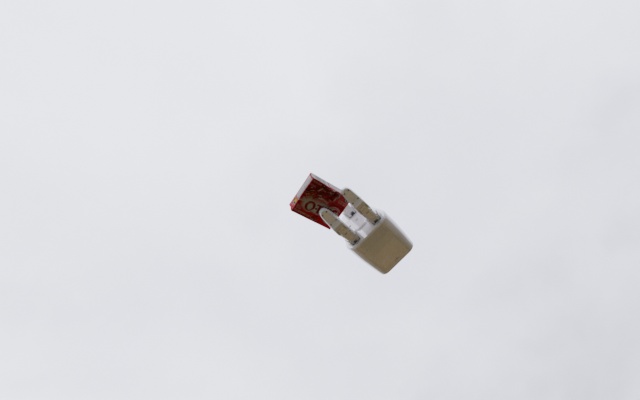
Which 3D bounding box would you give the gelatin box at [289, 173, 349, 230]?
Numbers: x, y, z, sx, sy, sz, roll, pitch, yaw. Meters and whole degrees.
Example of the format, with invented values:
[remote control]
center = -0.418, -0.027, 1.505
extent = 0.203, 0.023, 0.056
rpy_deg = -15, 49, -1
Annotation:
[gelatin box]
center = 0.000, 0.002, 0.862
extent = 0.089, 0.073, 0.030
rpy_deg = 28, 16, -24
